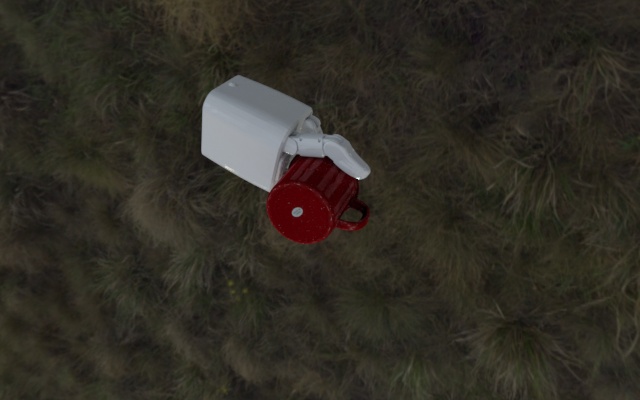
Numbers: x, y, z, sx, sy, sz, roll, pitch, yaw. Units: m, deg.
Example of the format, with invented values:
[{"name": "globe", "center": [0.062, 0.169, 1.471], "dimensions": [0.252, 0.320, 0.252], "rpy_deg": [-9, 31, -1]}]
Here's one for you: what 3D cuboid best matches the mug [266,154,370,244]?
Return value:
[{"name": "mug", "center": [0.001, 0.003, 0.549], "dimensions": [0.117, 0.093, 0.081], "rpy_deg": [26, 36, 7]}]
